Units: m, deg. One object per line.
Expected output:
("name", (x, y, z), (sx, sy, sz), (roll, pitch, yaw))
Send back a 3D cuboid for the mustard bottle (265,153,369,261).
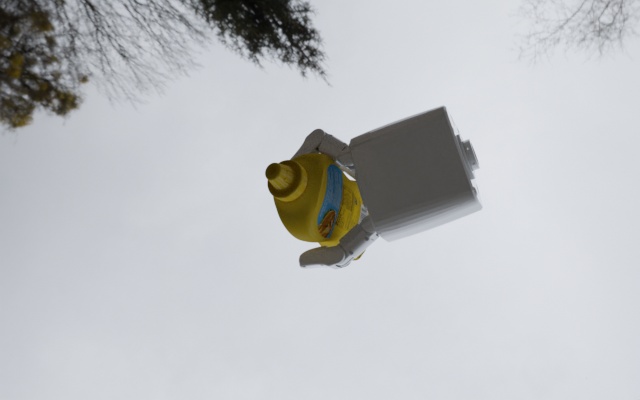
("mustard bottle", (0.000, 0.002, 0.529), (0.058, 0.096, 0.192), (5, -16, 30))
